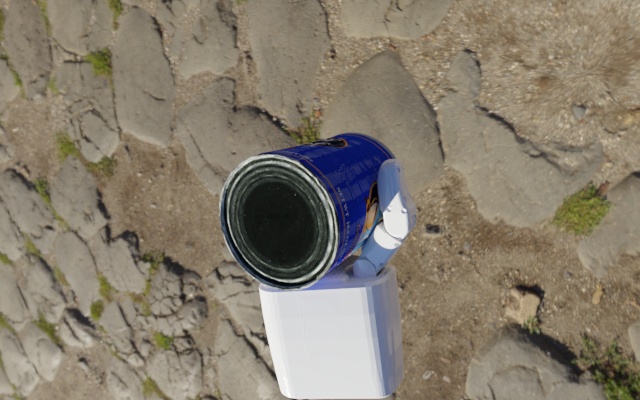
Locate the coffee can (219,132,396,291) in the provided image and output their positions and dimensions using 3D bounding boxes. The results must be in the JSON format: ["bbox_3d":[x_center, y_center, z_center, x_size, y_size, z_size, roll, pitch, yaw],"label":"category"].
[{"bbox_3d":[0.000,0.001,0.401,0.103,0.103,0.140,0,13,29],"label":"coffee can"}]
